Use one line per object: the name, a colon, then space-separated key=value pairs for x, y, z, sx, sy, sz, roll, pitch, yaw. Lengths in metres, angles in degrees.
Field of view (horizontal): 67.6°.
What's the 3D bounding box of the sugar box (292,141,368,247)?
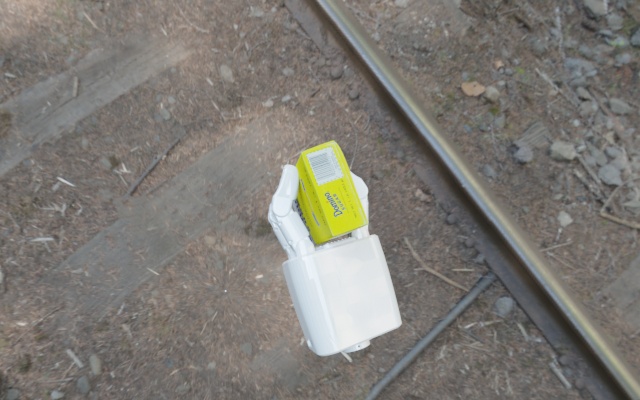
sugar box: x=0.000 y=0.002 z=0.555 sx=0.048 sy=0.093 sz=0.176 roll=-18 pitch=-7 yaw=-14
